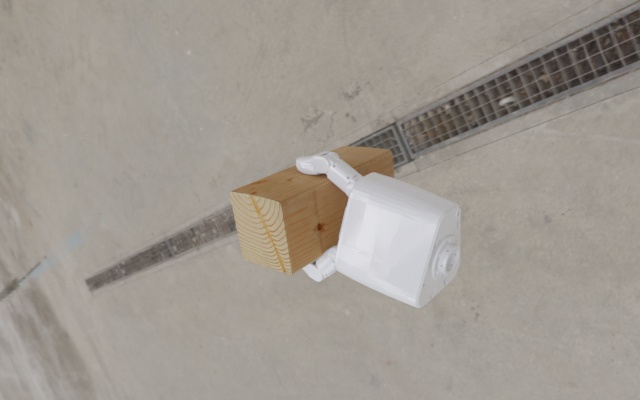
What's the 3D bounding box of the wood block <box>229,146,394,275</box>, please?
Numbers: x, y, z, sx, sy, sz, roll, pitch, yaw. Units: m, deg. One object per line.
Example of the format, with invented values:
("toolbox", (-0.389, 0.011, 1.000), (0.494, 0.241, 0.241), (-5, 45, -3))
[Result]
("wood block", (0.000, 0.002, 0.606), (0.090, 0.091, 0.206), (11, 26, 41))
